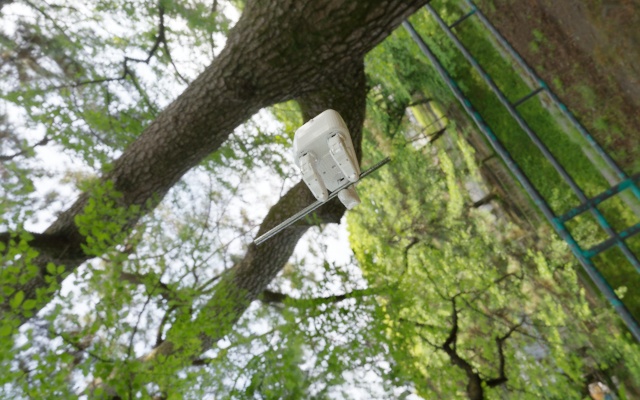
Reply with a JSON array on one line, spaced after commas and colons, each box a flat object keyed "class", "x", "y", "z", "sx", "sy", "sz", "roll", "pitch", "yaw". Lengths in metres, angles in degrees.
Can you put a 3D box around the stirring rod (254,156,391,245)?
[{"class": "stirring rod", "x": 0.000, "y": 0.002, "z": 0.710, "sx": 0.239, "sy": 0.011, "sz": 0.011, "roll": -32, "pitch": -7, "yaw": 12}]
